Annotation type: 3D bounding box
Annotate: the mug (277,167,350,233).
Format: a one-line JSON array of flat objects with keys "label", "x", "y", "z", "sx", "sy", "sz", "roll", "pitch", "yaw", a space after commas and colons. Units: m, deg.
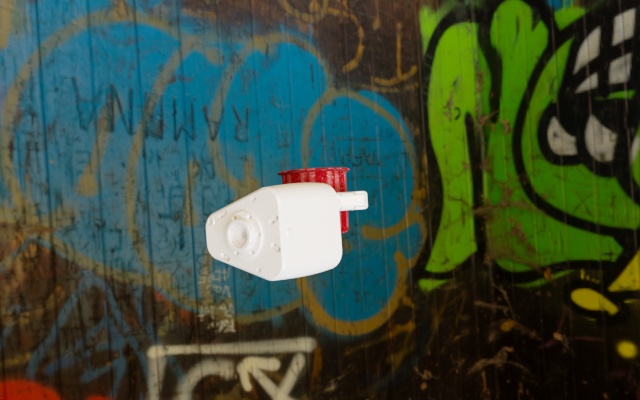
[{"label": "mug", "x": 0.001, "y": 0.002, "z": 0.625, "sx": 0.093, "sy": 0.081, "sz": 0.117, "roll": -4, "pitch": -1, "yaw": 33}]
